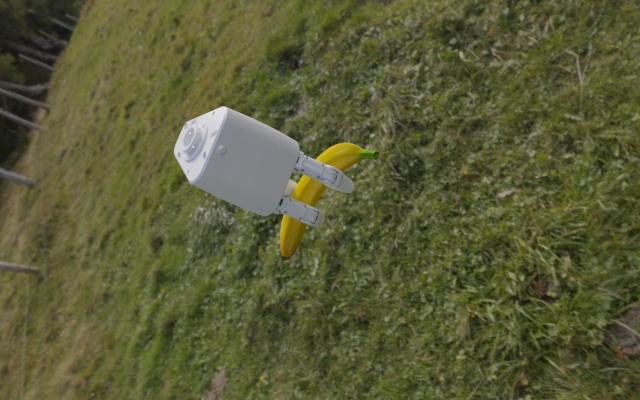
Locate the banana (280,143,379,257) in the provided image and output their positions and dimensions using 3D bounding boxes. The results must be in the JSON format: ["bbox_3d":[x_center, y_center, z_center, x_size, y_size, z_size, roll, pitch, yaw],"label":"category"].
[{"bbox_3d":[-0.006,-0.011,0.666,0.037,0.198,0.069,24,22,-42],"label":"banana"}]
